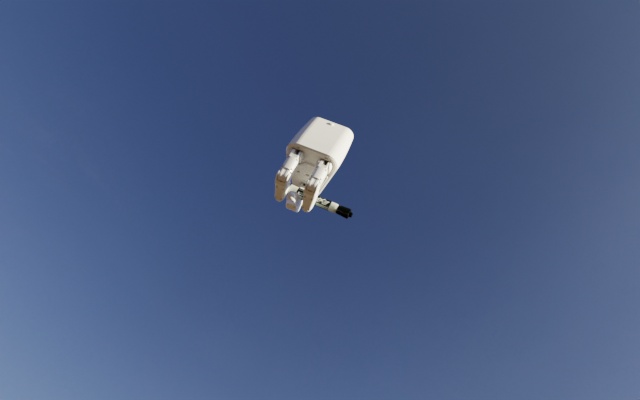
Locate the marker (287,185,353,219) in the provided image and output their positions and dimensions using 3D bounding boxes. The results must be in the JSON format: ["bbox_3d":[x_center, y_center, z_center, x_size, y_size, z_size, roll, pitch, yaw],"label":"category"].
[{"bbox_3d":[0.000,0.003,0.838,0.121,0.020,0.020,22,4,9],"label":"marker"}]
